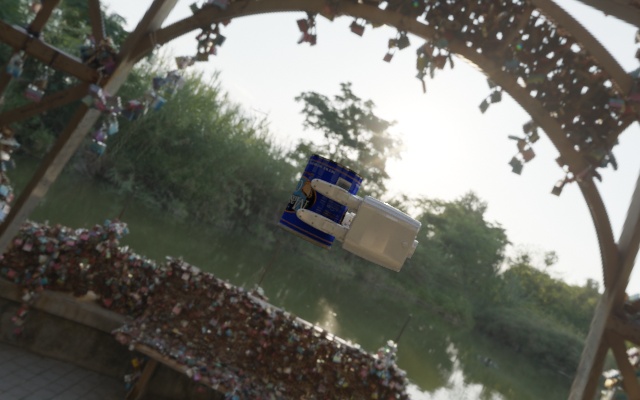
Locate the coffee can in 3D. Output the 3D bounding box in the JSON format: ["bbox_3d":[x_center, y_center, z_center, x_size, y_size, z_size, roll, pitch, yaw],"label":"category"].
[{"bbox_3d":[0.000,0.003,0.844,0.103,0.140,0.103,26,-2,1],"label":"coffee can"}]
